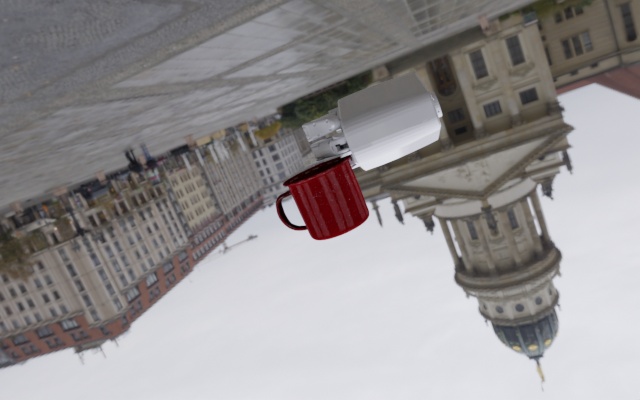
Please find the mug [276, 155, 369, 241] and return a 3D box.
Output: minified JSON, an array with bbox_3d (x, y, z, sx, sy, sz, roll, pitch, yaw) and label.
[{"bbox_3d":[-0.001,0.003,0.603,0.117,0.081,0.093,-21,10,12],"label":"mug"}]
